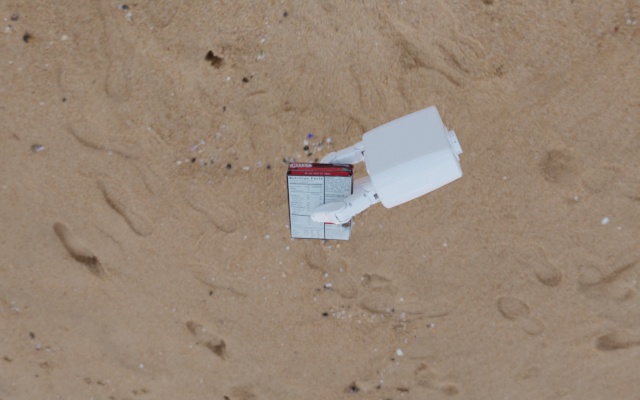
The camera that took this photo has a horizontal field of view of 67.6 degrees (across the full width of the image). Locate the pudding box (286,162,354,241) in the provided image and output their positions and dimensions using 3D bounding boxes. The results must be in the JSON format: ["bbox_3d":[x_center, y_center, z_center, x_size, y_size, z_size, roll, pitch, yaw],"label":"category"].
[{"bbox_3d":[0.000,0.002,0.668,0.090,0.114,0.039,3,33,5],"label":"pudding box"}]
